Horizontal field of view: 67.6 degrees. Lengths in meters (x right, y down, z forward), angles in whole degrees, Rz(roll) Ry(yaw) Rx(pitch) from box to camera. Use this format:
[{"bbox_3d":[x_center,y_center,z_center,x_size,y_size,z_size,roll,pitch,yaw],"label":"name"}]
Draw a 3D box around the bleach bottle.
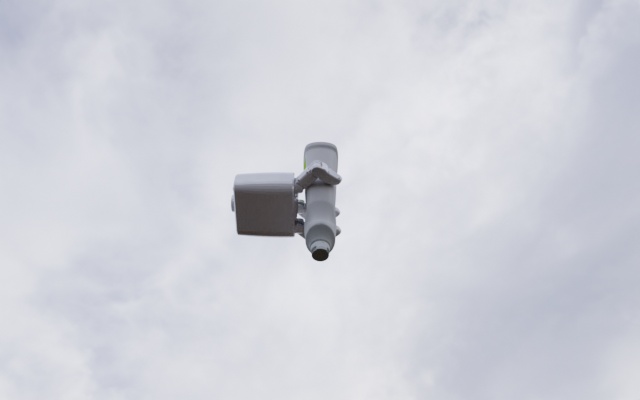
[{"bbox_3d":[0.000,0.003,0.848,0.068,0.103,0.250,1,38,0],"label":"bleach bottle"}]
